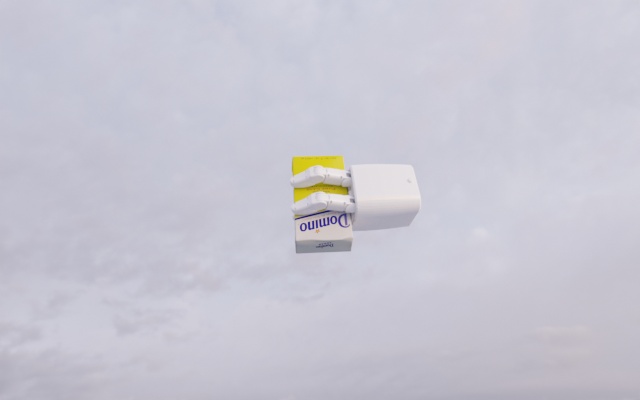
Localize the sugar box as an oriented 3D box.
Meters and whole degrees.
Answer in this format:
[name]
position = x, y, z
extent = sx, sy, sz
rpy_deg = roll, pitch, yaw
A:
[sugar box]
position = 0.000, 0.002, 0.804
extent = 0.093, 0.176, 0.048
rpy_deg = -3, -38, -4
